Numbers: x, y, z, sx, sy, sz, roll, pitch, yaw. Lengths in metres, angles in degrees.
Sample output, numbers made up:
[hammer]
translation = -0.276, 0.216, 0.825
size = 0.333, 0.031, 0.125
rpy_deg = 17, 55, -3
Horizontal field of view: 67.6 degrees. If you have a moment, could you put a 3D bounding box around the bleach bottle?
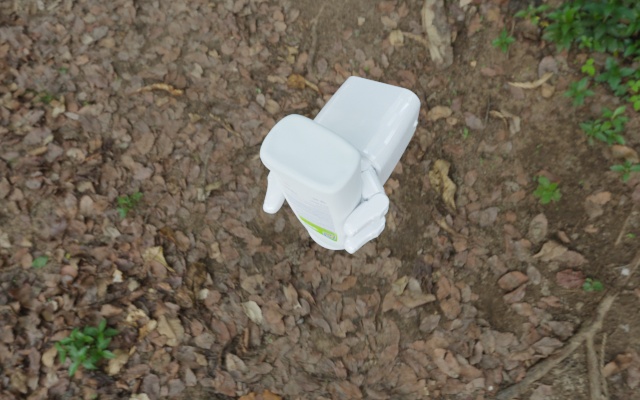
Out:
[bleach bottle]
translation = 0.000, 0.002, 0.583
size = 0.102, 0.068, 0.251
rpy_deg = 31, -18, 16
